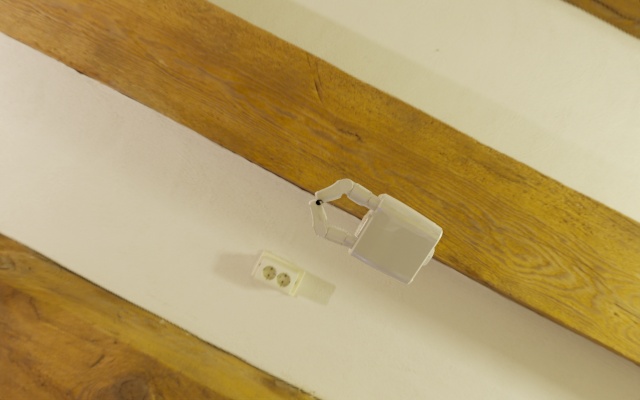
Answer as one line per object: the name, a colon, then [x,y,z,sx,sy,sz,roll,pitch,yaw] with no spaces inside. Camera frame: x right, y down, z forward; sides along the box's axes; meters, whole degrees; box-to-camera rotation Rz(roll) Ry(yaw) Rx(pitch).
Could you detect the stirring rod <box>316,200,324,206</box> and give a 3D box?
stirring rod: [0.000,0.003,0.758,0.011,0.011,0.239,0,0,1]
